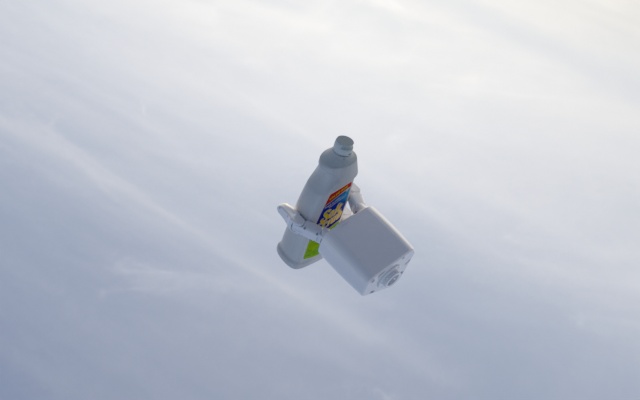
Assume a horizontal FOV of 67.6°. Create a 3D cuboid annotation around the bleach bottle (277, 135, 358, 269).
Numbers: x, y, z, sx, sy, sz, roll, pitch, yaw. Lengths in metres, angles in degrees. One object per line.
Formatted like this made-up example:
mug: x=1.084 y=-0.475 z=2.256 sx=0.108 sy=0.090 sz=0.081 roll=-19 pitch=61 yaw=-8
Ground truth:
bleach bottle: x=0.000 y=0.003 z=0.799 sx=0.102 sy=0.251 sz=0.068 roll=-20 pitch=53 yaw=-37
